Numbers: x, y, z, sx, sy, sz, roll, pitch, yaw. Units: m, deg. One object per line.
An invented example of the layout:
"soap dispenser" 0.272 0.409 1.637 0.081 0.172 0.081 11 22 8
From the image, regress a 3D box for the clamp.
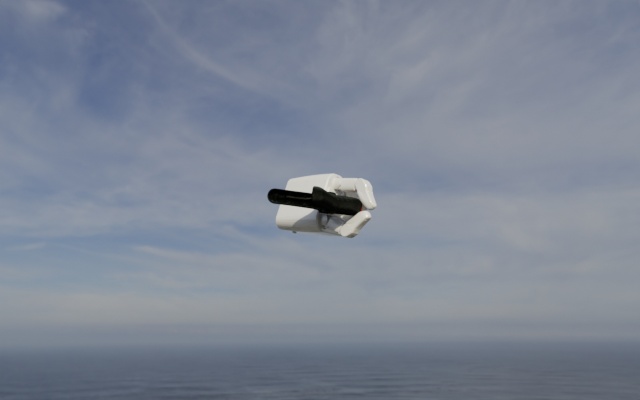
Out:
"clamp" 0.000 0.002 0.790 0.120 0.039 0.171 8 -7 39
